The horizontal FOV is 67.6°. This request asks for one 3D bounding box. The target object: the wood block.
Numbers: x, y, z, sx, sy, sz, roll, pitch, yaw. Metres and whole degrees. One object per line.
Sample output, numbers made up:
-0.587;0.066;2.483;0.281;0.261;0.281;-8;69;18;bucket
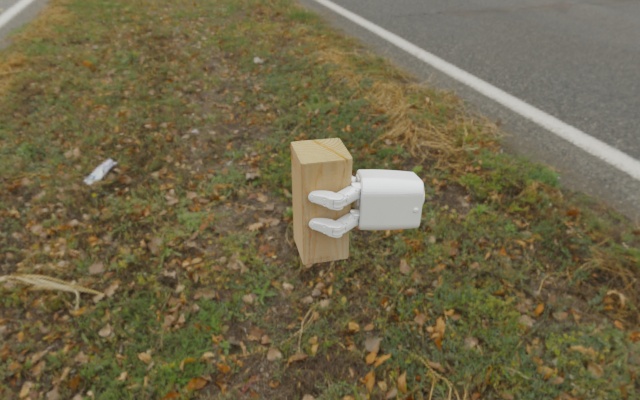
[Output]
0.000;0.003;0.858;0.090;0.206;0.090;-7;32;-11;wood block
